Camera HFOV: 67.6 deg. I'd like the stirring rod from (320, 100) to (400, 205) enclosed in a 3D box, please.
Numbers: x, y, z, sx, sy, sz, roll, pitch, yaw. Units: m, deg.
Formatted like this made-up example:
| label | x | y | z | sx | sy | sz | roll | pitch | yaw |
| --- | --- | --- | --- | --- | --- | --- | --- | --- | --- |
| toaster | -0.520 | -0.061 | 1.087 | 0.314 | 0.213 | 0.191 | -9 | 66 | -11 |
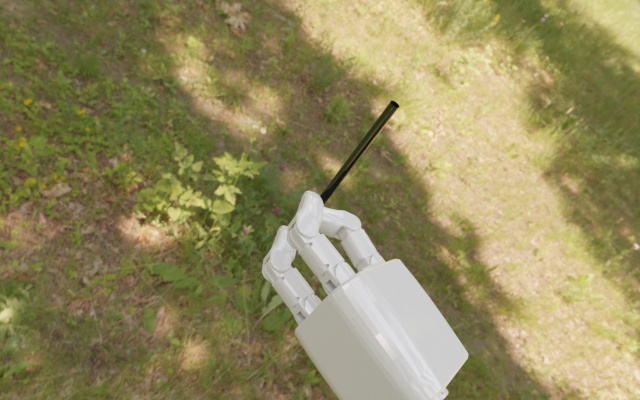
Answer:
| label | x | y | z | sx | sy | sz | roll | pitch | yaw |
| --- | --- | --- | --- | --- | --- | --- | --- | --- | --- |
| stirring rod | 0.000 | 0.002 | 0.435 | 0.011 | 0.011 | 0.240 | 0 | -38 | -36 |
